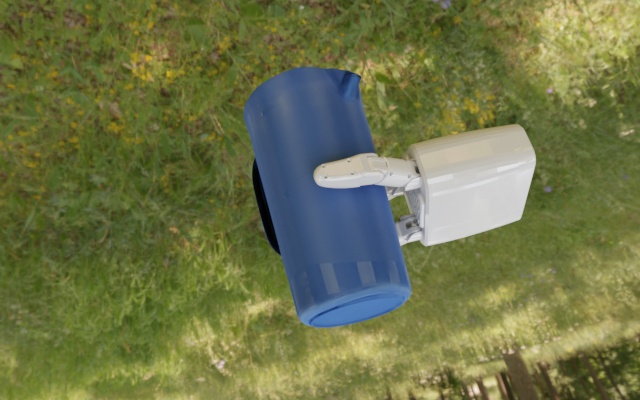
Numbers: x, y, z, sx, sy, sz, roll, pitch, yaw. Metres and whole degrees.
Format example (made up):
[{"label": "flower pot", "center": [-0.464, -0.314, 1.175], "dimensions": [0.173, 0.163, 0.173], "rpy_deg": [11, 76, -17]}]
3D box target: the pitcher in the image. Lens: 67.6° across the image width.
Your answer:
[{"label": "pitcher", "center": [0.000, 0.002, 0.492], "dimensions": [0.145, 0.242, 0.149], "rpy_deg": [-13, -25, -1]}]
